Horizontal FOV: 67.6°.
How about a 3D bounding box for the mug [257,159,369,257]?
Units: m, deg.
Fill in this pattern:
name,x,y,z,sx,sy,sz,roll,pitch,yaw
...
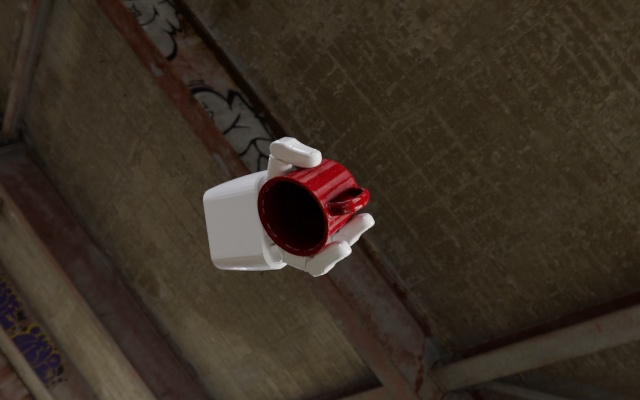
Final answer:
name,x,y,z,sx,sy,sz,roll,pitch,yaw
mug,0.001,0.001,0.525,0.117,0.093,0.081,-8,17,38
